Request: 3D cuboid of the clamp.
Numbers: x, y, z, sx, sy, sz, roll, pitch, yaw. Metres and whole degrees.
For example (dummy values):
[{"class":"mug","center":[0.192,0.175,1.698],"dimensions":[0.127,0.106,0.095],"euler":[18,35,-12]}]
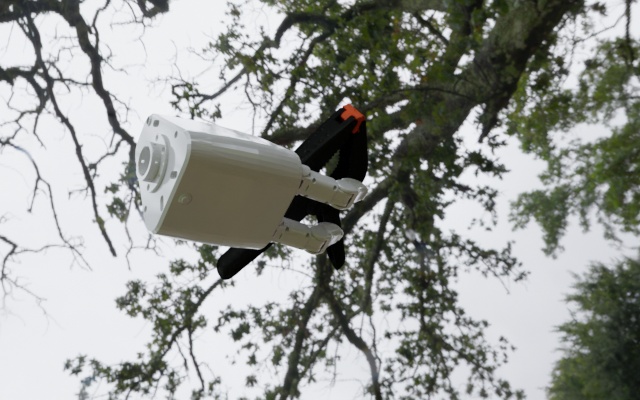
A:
[{"class":"clamp","center":[0.000,0.001,0.501],"dimensions":[0.164,0.210,0.036],"euler":[8,30,-43]}]
